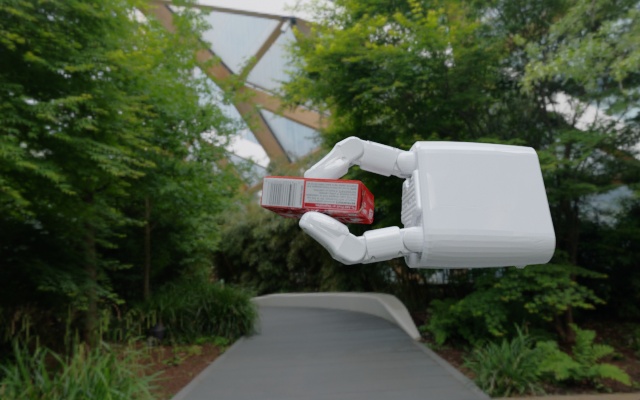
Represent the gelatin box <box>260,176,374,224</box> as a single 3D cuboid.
[{"bbox_3d":[0.000,0.001,0.430,0.089,0.030,0.073,4,-8,14],"label":"gelatin box"}]
